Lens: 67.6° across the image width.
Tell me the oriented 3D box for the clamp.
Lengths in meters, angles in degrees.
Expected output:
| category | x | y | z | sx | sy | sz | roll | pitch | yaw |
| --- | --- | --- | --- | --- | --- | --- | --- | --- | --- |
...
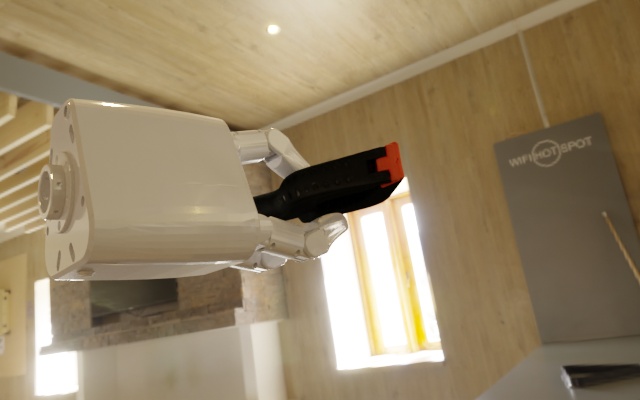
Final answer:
| category | x | y | z | sx | sy | sz | roll | pitch | yaw |
| --- | --- | --- | --- | --- | --- | --- | --- | --- | --- |
| clamp | 0.000 | 0.000 | 0.416 | 0.164 | 0.036 | 0.210 | 3 | -18 | -43 |
